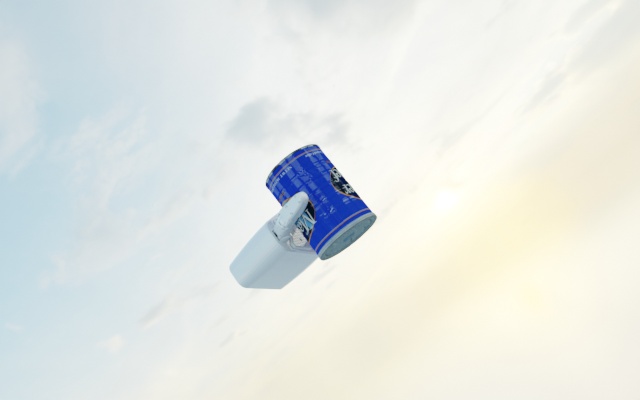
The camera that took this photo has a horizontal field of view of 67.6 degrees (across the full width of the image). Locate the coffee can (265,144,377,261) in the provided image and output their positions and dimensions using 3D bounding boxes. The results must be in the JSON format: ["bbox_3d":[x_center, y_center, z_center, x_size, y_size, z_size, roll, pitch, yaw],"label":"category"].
[{"bbox_3d":[0.000,0.002,0.702,0.103,0.140,0.103,-34,-17,-12],"label":"coffee can"}]
